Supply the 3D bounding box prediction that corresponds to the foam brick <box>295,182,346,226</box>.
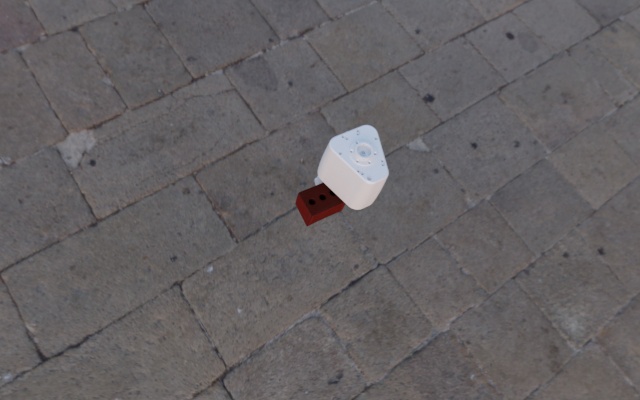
[{"bbox_3d":[0.000,0.003,0.884,0.078,0.053,0.051,-24,-17,-19],"label":"foam brick"}]
